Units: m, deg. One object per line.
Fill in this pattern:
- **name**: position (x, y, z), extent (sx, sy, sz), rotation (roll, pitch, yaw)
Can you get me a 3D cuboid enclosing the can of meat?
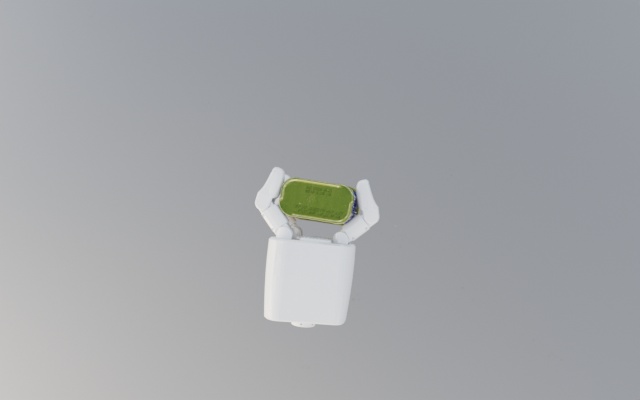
- **can of meat**: position (0.000, 0.002, 0.650), extent (0.102, 0.057, 0.084), rotation (8, -1, 9)
